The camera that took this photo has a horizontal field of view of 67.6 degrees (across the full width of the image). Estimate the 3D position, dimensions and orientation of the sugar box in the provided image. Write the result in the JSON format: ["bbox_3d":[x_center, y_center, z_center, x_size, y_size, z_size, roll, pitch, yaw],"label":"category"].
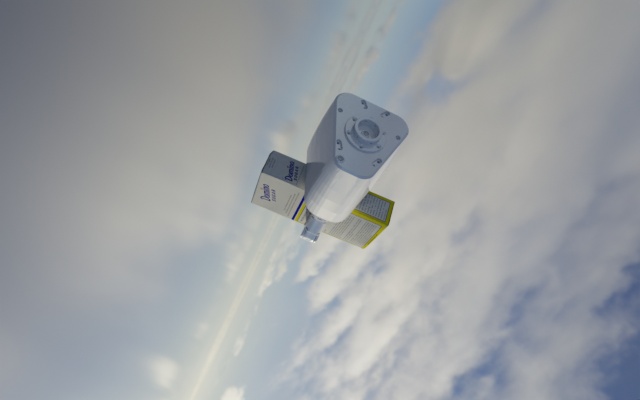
[{"bbox_3d":[0.000,0.002,0.646,0.176,0.048,0.093,25,-31,-5],"label":"sugar box"}]
